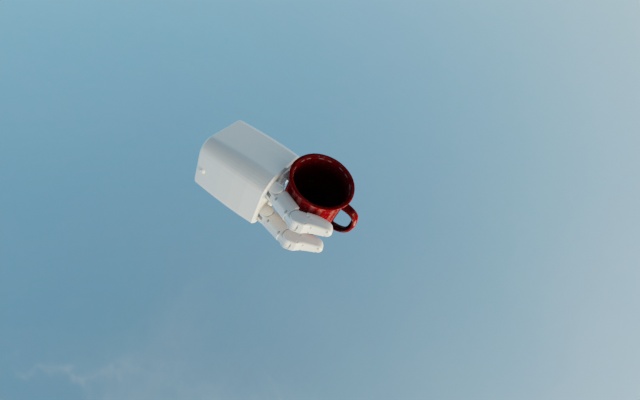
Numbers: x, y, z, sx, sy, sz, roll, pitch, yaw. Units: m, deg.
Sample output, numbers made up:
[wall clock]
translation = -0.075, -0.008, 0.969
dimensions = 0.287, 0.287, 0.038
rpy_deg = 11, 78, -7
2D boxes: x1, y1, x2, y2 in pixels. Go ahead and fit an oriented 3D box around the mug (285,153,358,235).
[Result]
[mug]
translation = 0.001, 0.003, 0.666
dimensions = 0.117, 0.093, 0.081
rpy_deg = 35, -39, 4
